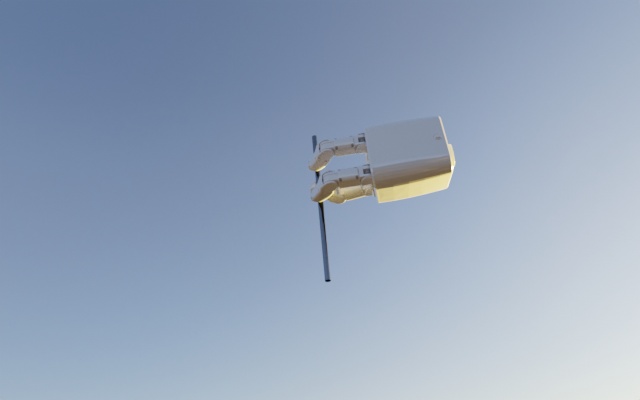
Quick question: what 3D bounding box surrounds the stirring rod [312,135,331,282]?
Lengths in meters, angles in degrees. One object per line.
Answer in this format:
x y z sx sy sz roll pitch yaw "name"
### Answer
0.000 0.002 0.678 0.011 0.239 0.011 -4 -32 -2 "stirring rod"
